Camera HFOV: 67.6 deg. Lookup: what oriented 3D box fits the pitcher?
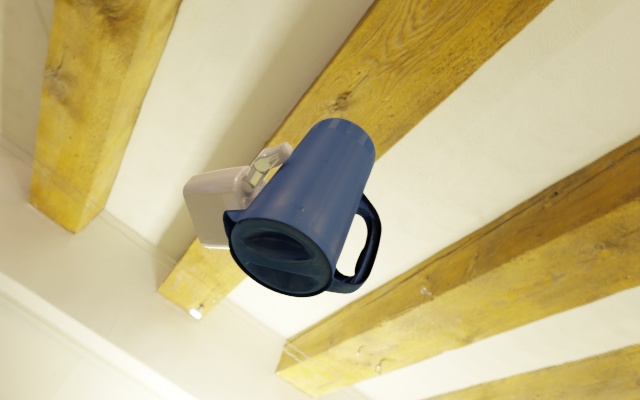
[{"bbox_3d":[0.000,0.002,0.628,0.145,0.149,0.242,-5,37,31],"label":"pitcher"}]
